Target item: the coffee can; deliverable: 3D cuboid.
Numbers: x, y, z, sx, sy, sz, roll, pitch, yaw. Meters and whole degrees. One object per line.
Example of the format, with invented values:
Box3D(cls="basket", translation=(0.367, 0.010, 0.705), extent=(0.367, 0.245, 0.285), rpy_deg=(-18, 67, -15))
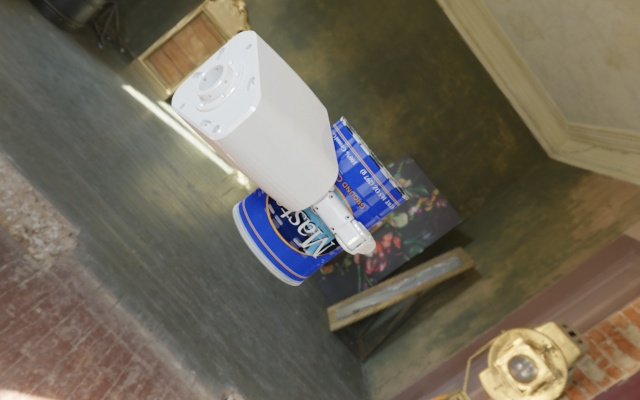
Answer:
Box3D(cls="coffee can", translation=(0.000, 0.002, 0.471), extent=(0.140, 0.103, 0.103), rpy_deg=(-39, -7, 9))
